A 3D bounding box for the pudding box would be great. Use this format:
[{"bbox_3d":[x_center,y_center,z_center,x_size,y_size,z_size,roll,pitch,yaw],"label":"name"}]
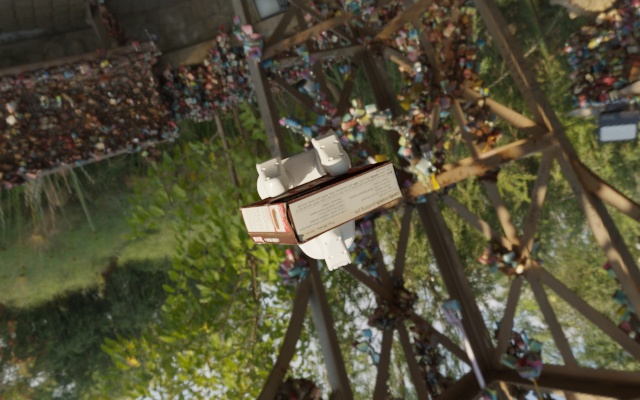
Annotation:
[{"bbox_3d":[0.000,0.002,0.413,0.113,0.039,0.090,-25,9,-30],"label":"pudding box"}]
